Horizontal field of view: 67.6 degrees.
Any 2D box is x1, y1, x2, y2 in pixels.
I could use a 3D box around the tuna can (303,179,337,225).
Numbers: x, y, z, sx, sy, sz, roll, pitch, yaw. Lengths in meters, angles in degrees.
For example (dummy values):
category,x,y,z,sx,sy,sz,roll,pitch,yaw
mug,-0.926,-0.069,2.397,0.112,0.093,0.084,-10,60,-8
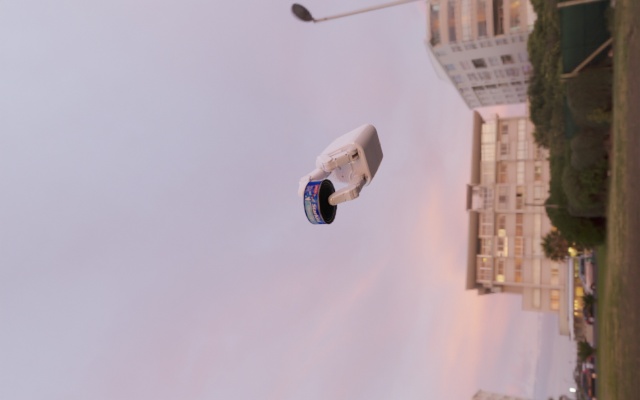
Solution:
category,x,y,z,sx,sy,sz,roll,pitch,yaw
tuna can,0.000,0.003,0.900,0.034,0.086,0.086,-3,-1,24
